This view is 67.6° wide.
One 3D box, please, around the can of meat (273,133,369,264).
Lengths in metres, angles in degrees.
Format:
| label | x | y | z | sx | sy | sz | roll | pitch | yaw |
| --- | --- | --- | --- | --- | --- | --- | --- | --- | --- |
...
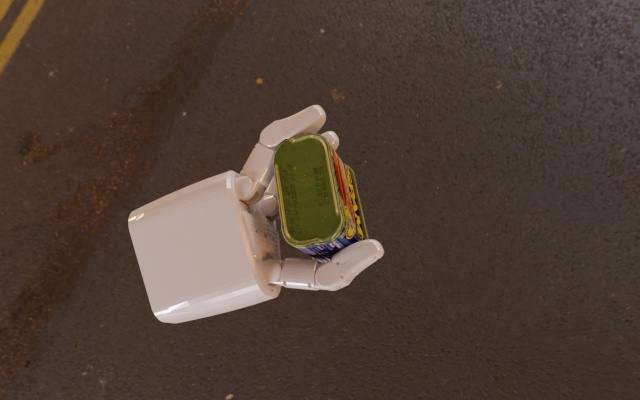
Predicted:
| label | x | y | z | sx | sy | sz | roll | pitch | yaw |
| --- | --- | --- | --- | --- | --- | --- | --- | --- | --- |
| can of meat | 0.000 | 0.001 | 0.422 | 0.057 | 0.102 | 0.084 | -15 | -21 | 13 |
